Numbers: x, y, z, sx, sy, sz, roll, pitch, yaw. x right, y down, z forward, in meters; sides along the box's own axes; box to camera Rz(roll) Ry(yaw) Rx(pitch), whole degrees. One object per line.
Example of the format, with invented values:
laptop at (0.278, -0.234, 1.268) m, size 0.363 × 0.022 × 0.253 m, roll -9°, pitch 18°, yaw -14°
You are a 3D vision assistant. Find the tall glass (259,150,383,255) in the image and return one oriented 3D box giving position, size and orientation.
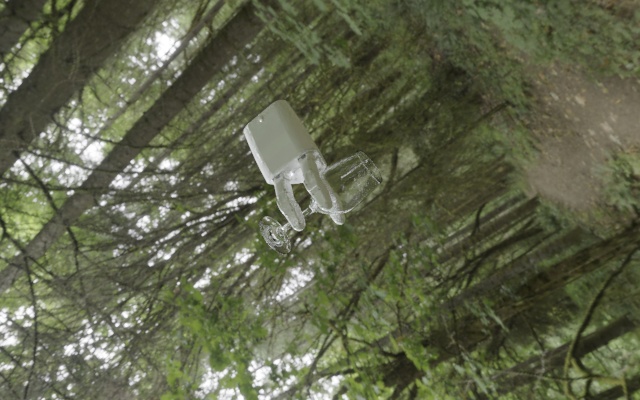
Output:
tall glass at (0.000, 0.003, 0.758) m, size 0.201 × 0.079 × 0.079 m, roll -36°, pitch -14°, yaw 20°
